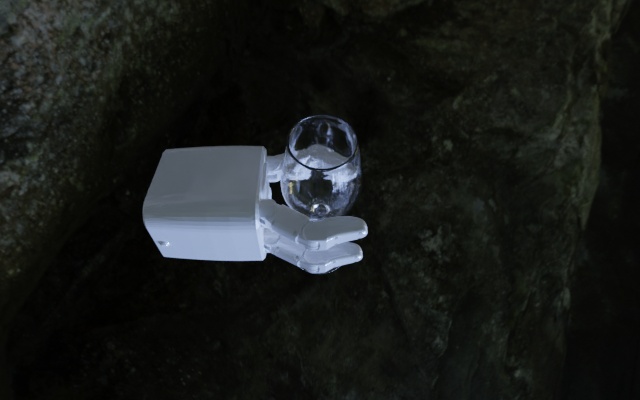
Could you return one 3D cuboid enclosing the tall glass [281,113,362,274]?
[{"bbox_3d":[0.000,0.002,0.489,0.079,0.079,0.201,0,-32,-2],"label":"tall glass"}]
